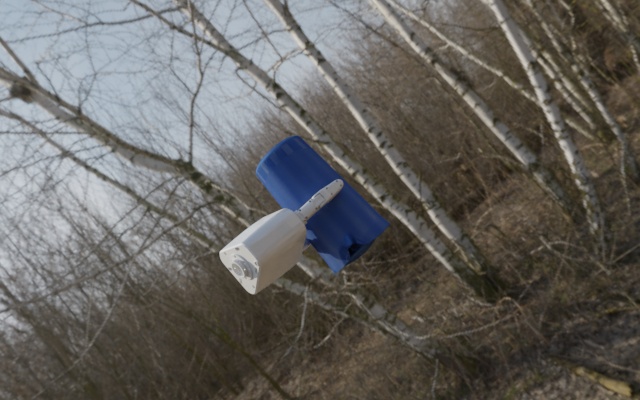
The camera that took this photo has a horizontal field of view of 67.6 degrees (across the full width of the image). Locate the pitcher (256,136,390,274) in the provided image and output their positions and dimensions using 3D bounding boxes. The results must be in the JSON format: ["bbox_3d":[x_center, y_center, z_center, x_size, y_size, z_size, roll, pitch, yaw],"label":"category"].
[{"bbox_3d":[0.000,0.003,0.874,0.145,0.243,0.149,-38,-7,-36],"label":"pitcher"}]
